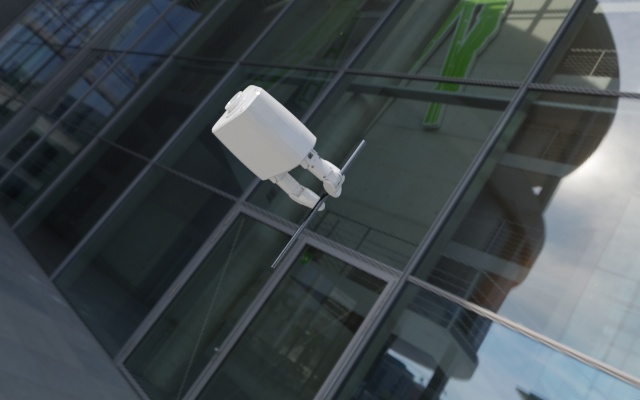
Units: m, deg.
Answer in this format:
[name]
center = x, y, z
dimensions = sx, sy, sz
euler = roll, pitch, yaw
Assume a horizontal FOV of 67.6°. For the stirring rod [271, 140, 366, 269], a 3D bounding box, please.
[stirring rod]
center = 0.000, 0.002, 0.712
dimensions = 0.011, 0.239, 0.011
euler = 33, -15, 10
